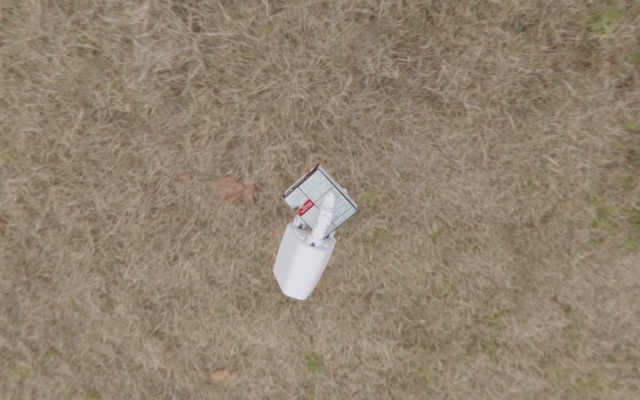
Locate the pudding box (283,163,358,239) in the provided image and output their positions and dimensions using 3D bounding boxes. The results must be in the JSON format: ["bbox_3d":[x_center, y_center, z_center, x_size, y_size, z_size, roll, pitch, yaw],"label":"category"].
[{"bbox_3d":[0.000,0.003,0.874,0.090,0.113,0.039,-40,15,11],"label":"pudding box"}]
